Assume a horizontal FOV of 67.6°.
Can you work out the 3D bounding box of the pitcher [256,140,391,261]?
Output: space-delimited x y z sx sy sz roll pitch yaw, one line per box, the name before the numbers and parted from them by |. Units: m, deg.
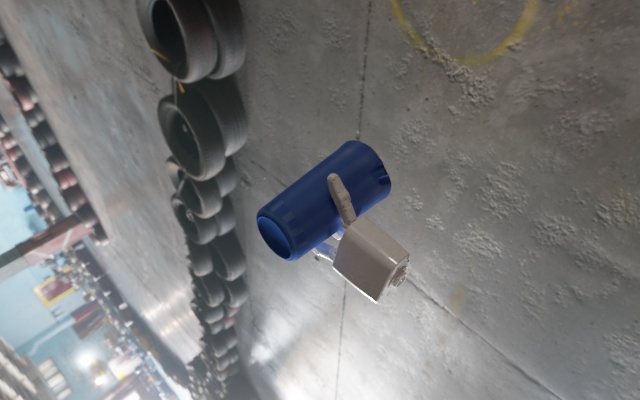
pitcher | 0.000 0.003 0.879 0.145 0.149 0.242 39 57 25
